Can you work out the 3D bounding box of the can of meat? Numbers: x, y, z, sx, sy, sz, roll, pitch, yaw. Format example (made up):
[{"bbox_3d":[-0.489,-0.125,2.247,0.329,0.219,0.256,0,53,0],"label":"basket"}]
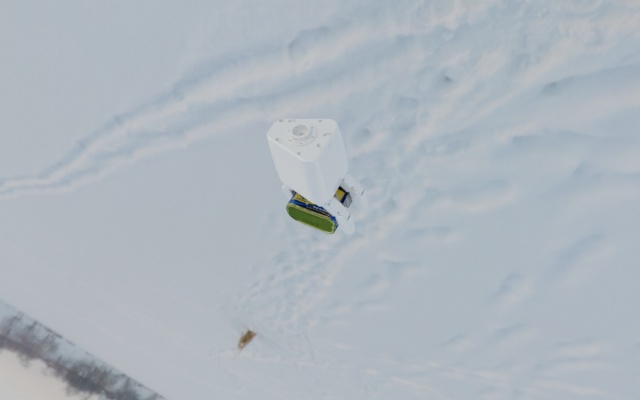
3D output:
[{"bbox_3d":[0.000,0.003,0.853,0.102,0.084,0.057,20,-30,20],"label":"can of meat"}]
